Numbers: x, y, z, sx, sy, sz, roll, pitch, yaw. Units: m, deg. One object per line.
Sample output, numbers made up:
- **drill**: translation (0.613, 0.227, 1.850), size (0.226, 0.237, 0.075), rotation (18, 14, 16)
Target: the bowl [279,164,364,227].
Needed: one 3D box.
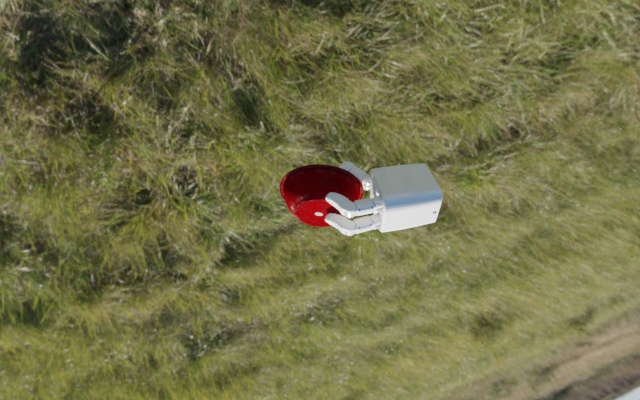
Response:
- **bowl**: translation (-0.001, 0.003, 0.898), size (0.162, 0.055, 0.162), rotation (3, -35, 2)
